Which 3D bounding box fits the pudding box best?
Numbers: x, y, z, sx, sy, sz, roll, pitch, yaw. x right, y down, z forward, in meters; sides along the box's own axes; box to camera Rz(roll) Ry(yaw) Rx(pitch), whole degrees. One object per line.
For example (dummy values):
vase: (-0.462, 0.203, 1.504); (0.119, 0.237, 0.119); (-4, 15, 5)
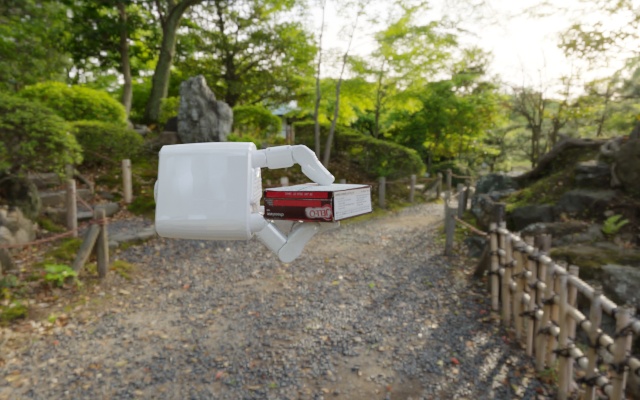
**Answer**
pudding box: (0.000, 0.002, 0.560); (0.090, 0.039, 0.113); (3, 7, 28)
